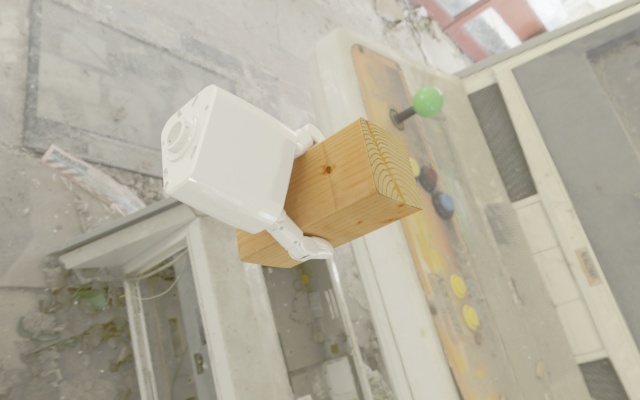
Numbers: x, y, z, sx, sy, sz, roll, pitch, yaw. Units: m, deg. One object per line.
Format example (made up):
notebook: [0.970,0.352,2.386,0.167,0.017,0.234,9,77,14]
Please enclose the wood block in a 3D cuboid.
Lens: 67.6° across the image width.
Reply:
wood block: [0.000,0.002,0.557,0.206,0.090,0.090,-28,-28,34]
